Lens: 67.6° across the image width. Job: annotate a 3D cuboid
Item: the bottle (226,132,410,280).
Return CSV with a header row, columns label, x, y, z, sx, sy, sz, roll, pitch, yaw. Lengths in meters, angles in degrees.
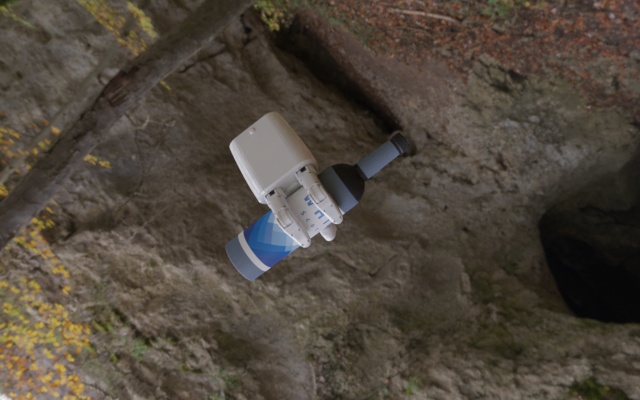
label,x,y,z,sx,sy,sz,roll,pitch,yaw
bottle,0.000,0.002,0.683,0.296,0.069,0.069,-37,-4,6
